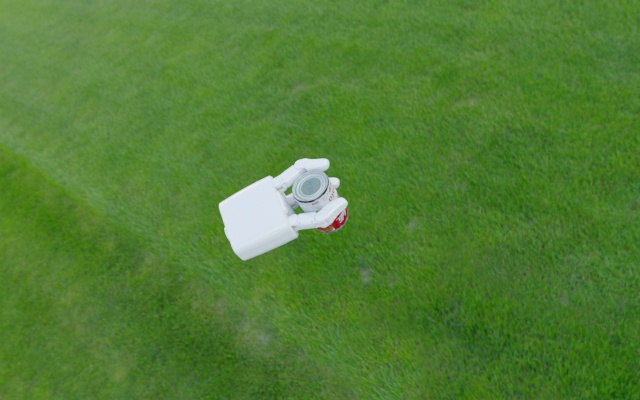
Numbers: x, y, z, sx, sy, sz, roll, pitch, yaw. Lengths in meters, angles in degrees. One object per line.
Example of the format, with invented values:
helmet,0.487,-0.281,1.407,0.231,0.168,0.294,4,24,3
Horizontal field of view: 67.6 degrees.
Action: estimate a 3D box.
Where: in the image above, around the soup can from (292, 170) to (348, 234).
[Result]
soup can,0.001,0.002,0.829,0.068,0.068,0.102,0,-34,26
